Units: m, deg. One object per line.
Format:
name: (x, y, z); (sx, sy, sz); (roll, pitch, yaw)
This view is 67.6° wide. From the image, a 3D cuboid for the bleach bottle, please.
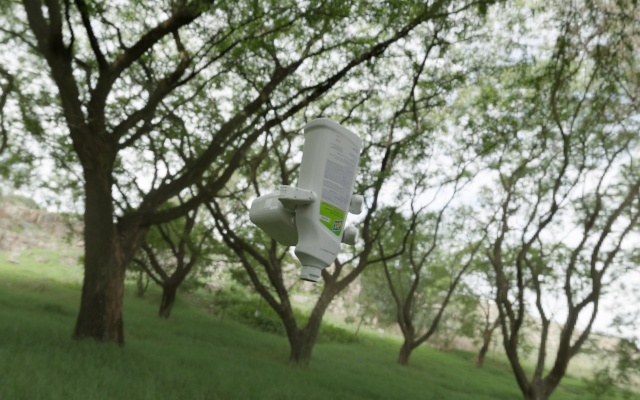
bleach bottle: (0.000, 0.002, 0.763); (0.102, 0.250, 0.068); (23, -21, -34)
